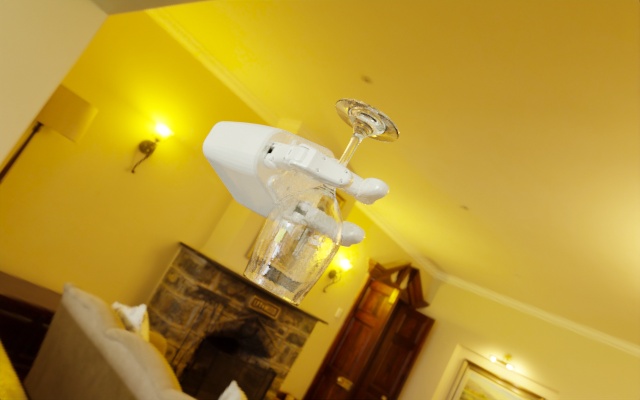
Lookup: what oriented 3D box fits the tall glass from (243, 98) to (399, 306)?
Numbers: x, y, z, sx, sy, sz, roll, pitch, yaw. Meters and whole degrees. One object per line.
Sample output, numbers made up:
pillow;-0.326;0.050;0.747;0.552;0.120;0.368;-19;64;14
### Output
tall glass;0.000;0.001;0.476;0.079;0.201;0.079;28;-12;6
